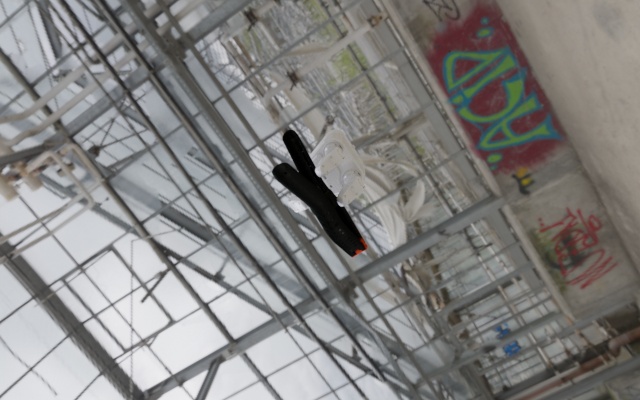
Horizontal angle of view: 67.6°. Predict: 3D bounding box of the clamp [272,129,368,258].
[{"bbox_3d":[0.000,0.003,0.682,0.036,0.210,0.164,-31,13,15],"label":"clamp"}]
